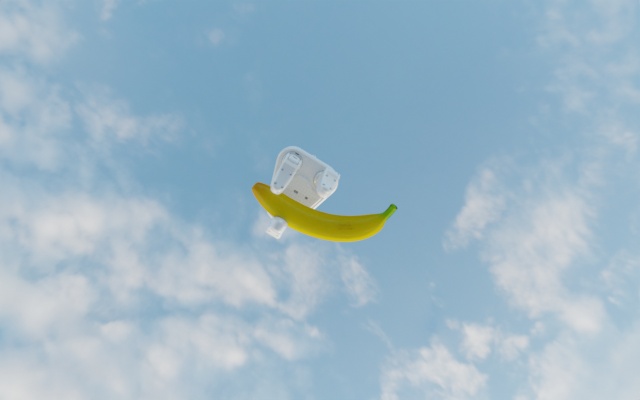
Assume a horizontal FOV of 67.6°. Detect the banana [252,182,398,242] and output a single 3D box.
[{"bbox_3d":[0.001,0.020,0.656,0.198,0.070,0.037,8,16,3],"label":"banana"}]
